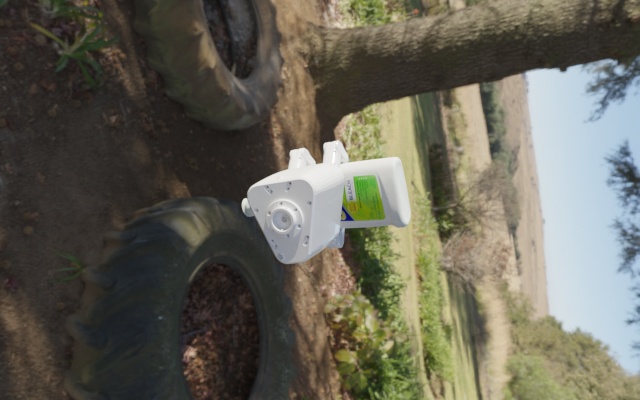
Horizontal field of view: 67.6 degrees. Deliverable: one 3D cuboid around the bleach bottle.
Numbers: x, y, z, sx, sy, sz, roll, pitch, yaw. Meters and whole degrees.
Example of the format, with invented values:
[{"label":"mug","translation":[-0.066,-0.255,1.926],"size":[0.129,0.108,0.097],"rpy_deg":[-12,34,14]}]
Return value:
[{"label":"bleach bottle","translation":[0.000,0.002,0.714],"size":[0.251,0.102,0.068],"rpy_deg":[-8,10,21]}]
